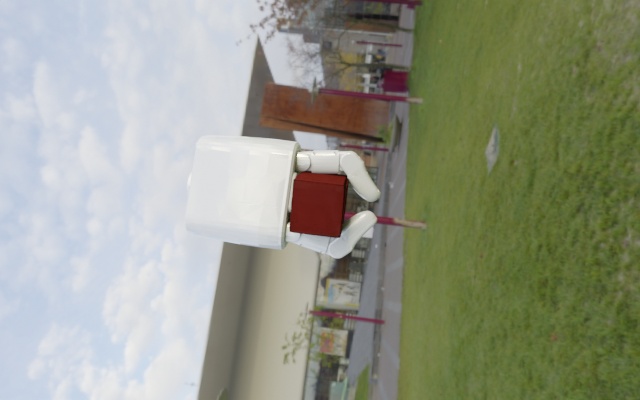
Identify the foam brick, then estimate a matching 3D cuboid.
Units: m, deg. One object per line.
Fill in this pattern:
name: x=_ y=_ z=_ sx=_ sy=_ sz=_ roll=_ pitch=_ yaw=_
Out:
foam brick: x=0.000 y=0.002 z=0.485 sx=0.051 sy=0.053 sz=0.078 roll=7 pitch=10 yaw=4
